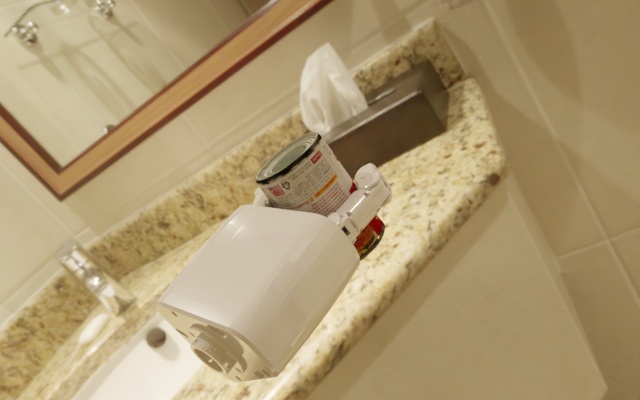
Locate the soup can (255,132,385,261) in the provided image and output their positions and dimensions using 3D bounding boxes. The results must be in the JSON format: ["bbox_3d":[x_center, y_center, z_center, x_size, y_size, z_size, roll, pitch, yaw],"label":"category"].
[{"bbox_3d":[0.000,0.001,0.410,0.068,0.102,0.068,-32,20,13],"label":"soup can"}]
